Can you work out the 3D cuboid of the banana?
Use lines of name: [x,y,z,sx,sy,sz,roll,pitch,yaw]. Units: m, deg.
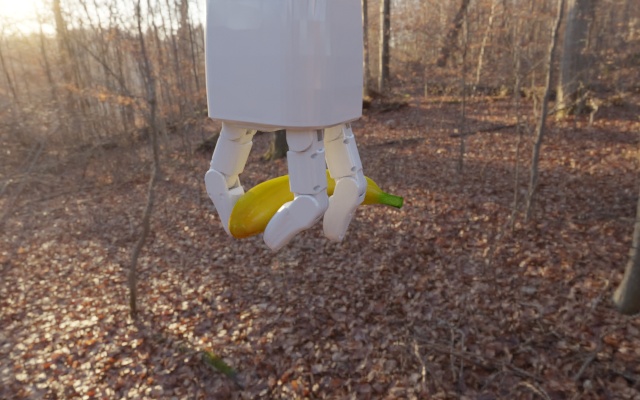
banana: [-0.010,-0.003,0.430,0.198,0.037,0.069,-11,21,-41]
